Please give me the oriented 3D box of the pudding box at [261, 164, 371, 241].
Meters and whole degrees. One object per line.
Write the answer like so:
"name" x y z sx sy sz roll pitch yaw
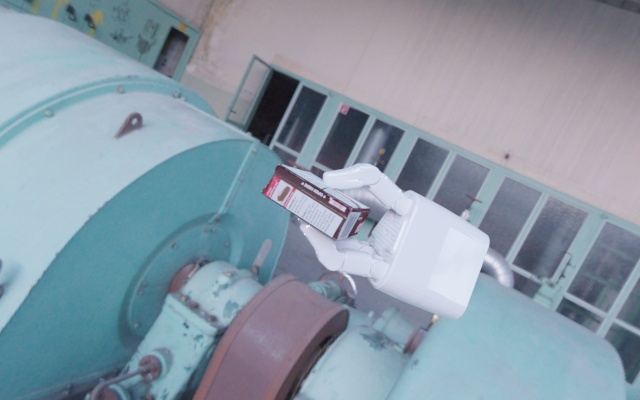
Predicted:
"pudding box" 0.000 0.002 0.504 0.090 0.039 0.113 31 5 13
